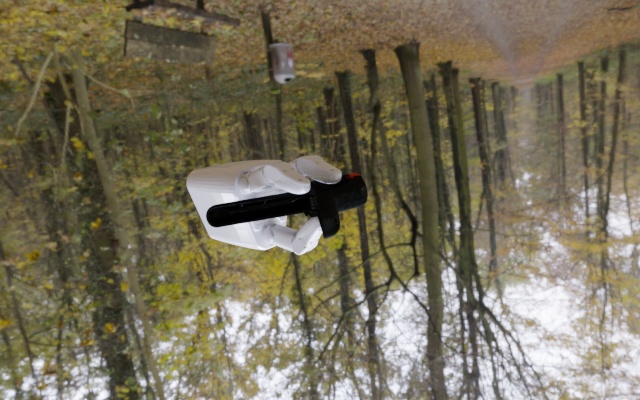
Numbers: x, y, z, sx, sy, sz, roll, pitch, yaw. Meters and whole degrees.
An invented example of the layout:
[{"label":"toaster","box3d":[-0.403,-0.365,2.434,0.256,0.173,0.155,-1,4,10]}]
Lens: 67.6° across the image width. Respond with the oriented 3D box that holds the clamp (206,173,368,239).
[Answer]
[{"label":"clamp","box3d":[0.000,0.002,0.548,0.164,0.036,0.210,7,17,40]}]
